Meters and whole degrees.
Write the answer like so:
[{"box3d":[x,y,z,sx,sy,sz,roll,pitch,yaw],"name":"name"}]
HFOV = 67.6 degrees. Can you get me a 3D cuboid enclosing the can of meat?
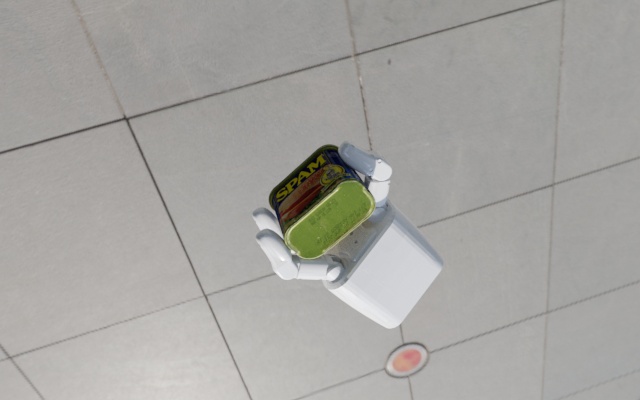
[{"box3d":[0.000,0.002,0.498,0.057,0.102,0.084,44,10,-30],"name":"can of meat"}]
